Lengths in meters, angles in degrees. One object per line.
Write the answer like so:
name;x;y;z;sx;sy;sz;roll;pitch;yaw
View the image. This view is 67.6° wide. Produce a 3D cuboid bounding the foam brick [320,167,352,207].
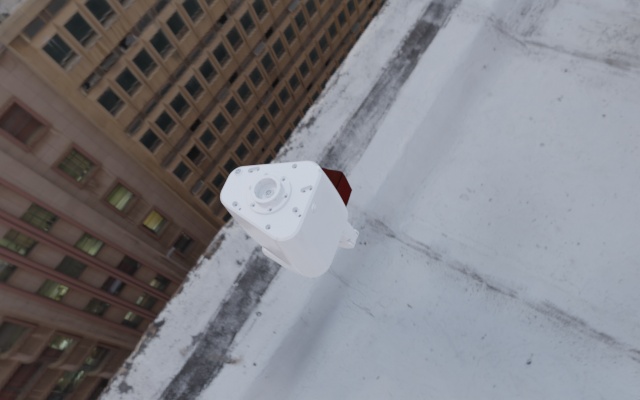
foam brick;0.000;0.002;0.619;0.053;0.078;0.051;12;-22;25
